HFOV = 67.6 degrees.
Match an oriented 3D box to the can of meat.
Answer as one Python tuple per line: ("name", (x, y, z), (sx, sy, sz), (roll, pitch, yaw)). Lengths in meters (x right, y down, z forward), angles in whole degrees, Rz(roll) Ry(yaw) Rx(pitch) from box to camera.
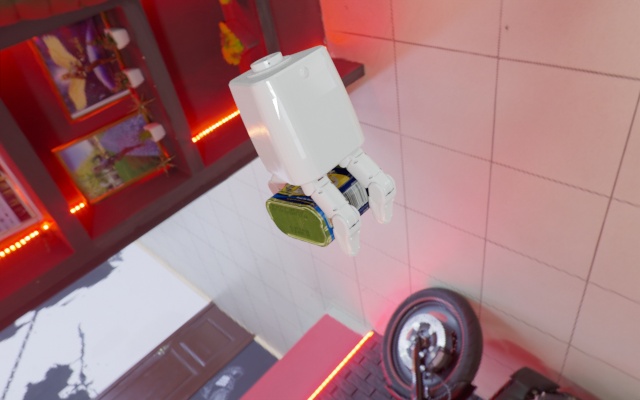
("can of meat", (0.000, 0.002, 0.536), (0.084, 0.057, 0.102), (-39, 30, -30))
